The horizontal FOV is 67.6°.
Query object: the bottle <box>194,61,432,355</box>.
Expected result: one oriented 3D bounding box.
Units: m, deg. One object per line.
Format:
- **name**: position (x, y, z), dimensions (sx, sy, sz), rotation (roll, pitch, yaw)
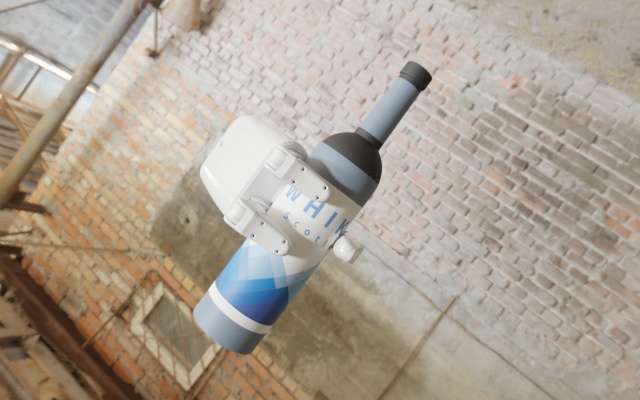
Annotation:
- **bottle**: position (0.000, 0.002, 0.431), dimensions (0.069, 0.296, 0.069), rotation (37, 2, -2)
